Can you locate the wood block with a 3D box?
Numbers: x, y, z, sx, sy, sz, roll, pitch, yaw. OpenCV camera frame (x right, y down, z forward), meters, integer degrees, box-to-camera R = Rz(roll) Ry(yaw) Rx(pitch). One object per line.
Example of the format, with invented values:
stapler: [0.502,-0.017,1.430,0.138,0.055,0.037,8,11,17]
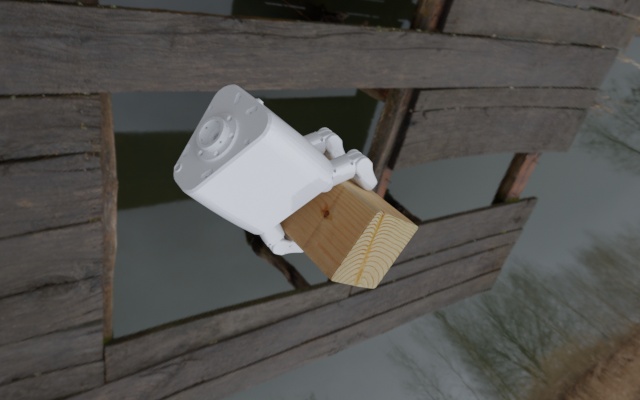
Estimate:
wood block: [0.000,0.002,0.571,0.090,0.091,0.206,21,17,-49]
